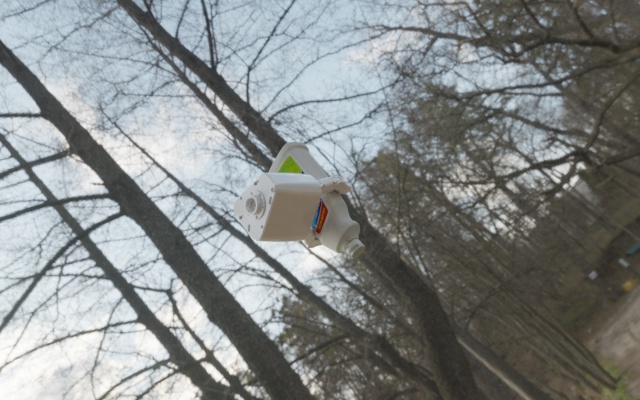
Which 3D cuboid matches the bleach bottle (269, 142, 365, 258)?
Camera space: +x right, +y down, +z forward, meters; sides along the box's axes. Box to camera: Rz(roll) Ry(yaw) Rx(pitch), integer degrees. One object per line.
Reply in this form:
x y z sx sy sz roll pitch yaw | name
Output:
0.000 0.003 0.893 0.068 0.103 0.250 3 38 -49 | bleach bottle
